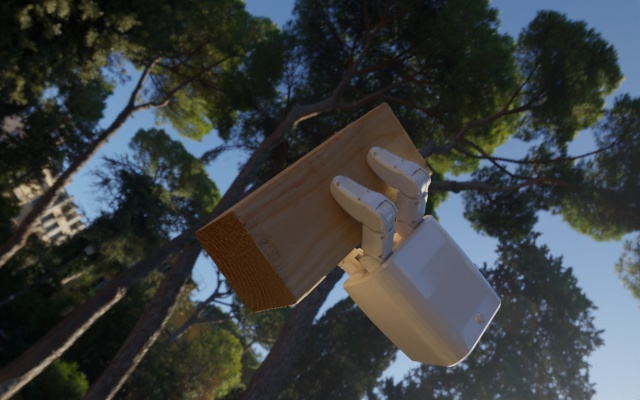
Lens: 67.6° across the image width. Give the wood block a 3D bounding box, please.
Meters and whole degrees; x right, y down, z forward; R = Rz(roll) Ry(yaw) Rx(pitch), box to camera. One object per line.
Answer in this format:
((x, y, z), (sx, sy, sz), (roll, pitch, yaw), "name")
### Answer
((0.000, 0.002, 0.450), (0.206, 0.090, 0.091), (-39, 7, -36), "wood block")
